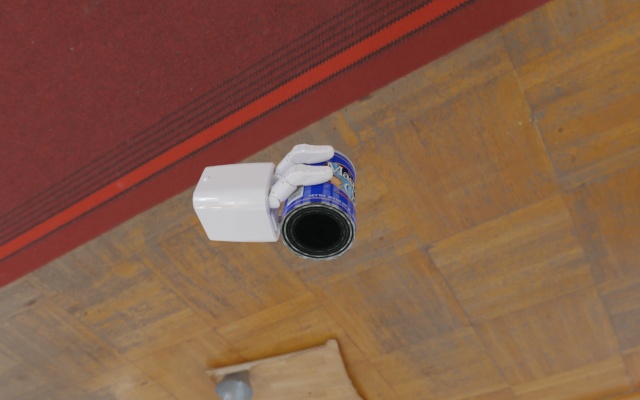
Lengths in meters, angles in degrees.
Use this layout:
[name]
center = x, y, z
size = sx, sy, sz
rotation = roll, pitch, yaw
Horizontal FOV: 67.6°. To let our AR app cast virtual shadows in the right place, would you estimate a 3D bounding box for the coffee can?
[coffee can]
center = 0.000, 0.002, 0.692
size = 0.103, 0.103, 0.140
rotation = 0, 36, 4
